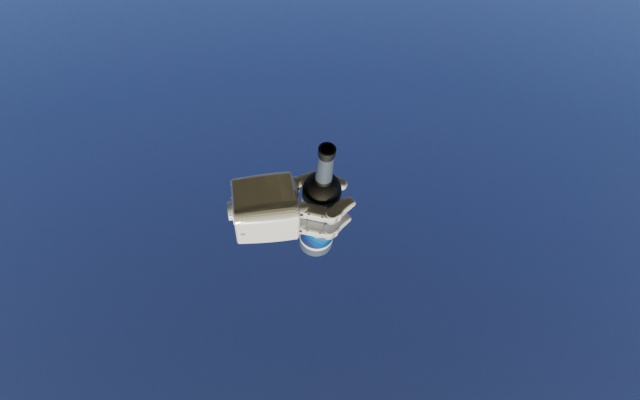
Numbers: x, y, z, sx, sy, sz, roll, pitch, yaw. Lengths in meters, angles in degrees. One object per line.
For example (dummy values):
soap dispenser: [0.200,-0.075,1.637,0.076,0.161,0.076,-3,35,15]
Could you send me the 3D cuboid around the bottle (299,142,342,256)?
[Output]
bottle: [0.000,0.003,0.833,0.069,0.069,0.296,0,-33,-5]
